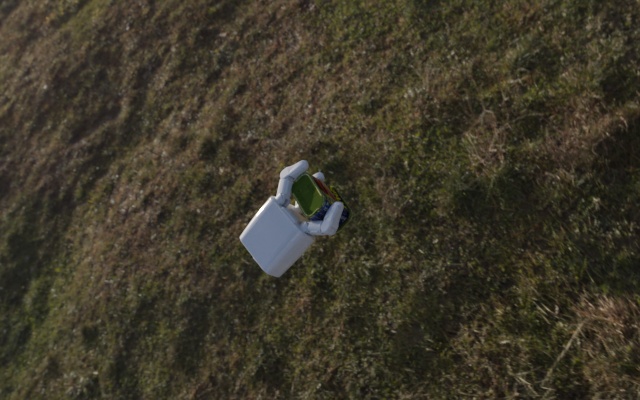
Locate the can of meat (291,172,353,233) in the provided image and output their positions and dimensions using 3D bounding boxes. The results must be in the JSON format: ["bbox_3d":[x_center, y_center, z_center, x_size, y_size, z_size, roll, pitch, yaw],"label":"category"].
[{"bbox_3d":[0.000,0.003,0.891,0.084,0.057,0.102,29,21,-44],"label":"can of meat"}]
